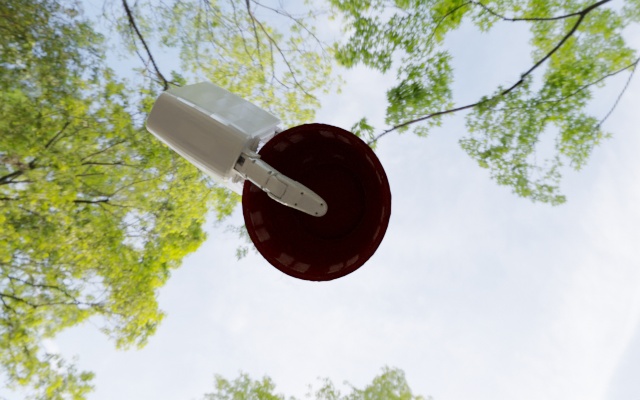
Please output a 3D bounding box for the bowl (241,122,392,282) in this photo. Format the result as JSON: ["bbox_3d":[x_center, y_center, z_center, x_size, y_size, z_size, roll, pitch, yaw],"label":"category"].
[{"bbox_3d":[0.001,0.003,0.508,0.162,0.162,0.055,0,1,19],"label":"bowl"}]
